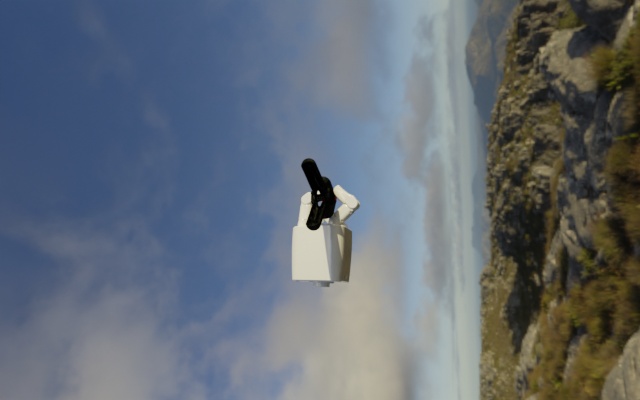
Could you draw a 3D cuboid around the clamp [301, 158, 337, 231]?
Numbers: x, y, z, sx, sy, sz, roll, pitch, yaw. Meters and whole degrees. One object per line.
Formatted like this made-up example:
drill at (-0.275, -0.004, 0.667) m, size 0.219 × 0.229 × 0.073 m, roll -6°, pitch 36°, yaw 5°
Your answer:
clamp at (0.000, 0.003, 0.858) m, size 0.039 × 0.120 × 0.171 m, roll 0°, pitch -12°, yaw 17°
